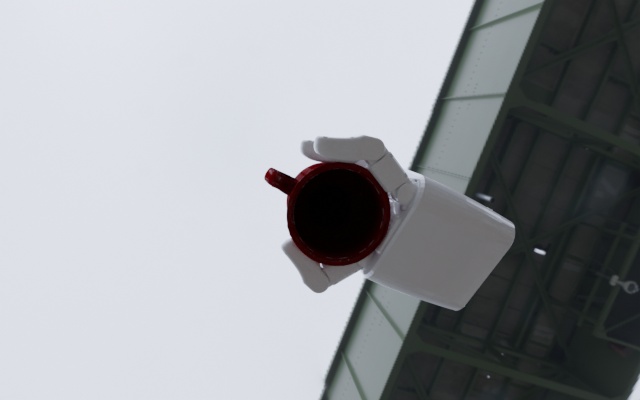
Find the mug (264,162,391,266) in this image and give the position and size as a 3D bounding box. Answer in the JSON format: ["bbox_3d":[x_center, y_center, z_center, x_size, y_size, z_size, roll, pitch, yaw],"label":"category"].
[{"bbox_3d":[-0.001,0.001,0.452,0.117,0.093,0.081,25,4,-12],"label":"mug"}]
